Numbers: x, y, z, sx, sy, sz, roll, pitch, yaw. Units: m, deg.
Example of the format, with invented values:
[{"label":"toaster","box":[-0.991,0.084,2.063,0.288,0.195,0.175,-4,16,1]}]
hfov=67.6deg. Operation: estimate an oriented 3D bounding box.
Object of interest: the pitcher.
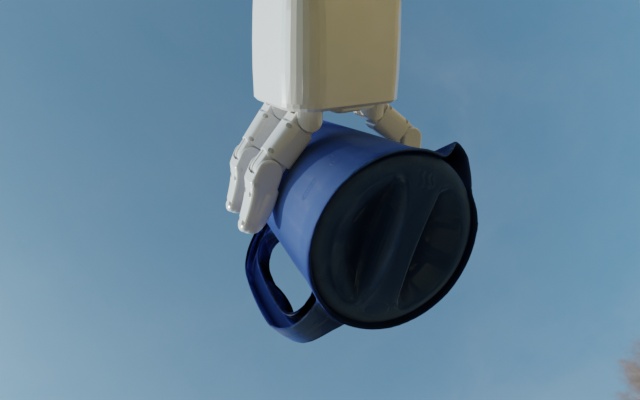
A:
[{"label":"pitcher","box":[0.000,0.001,0.418,0.149,0.145,0.242,-8,21,-22]}]
